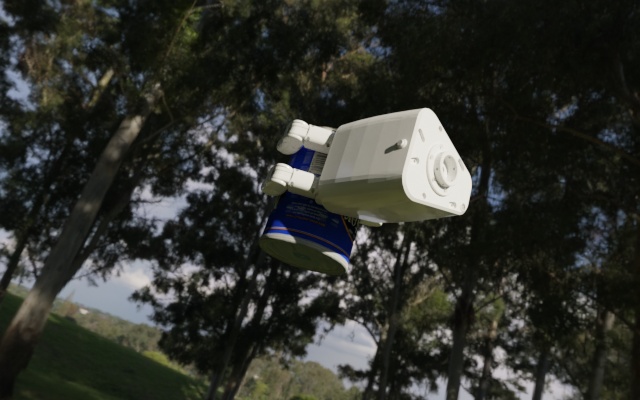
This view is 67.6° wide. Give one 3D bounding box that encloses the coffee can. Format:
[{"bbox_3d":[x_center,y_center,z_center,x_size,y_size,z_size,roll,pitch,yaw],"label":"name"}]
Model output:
[{"bbox_3d":[0.000,0.002,0.551,0.103,0.140,0.103,16,-21,6],"label":"coffee can"}]
